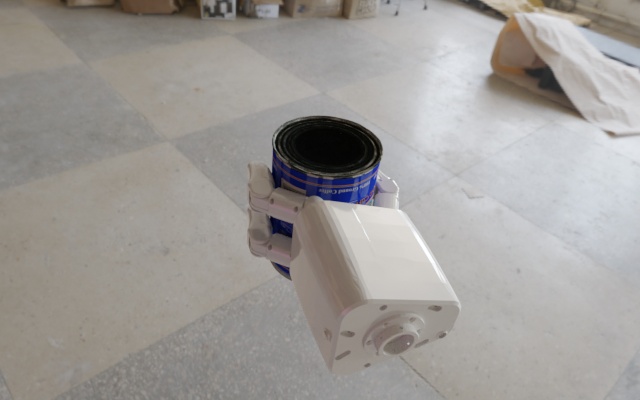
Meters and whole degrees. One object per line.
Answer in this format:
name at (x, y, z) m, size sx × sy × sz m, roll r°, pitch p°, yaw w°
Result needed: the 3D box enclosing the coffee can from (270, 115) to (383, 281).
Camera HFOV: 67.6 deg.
coffee can at (0.000, 0.002, 0.479) m, size 0.103 × 0.140 × 0.102 m, roll 4°, pitch 39°, yaw -3°
